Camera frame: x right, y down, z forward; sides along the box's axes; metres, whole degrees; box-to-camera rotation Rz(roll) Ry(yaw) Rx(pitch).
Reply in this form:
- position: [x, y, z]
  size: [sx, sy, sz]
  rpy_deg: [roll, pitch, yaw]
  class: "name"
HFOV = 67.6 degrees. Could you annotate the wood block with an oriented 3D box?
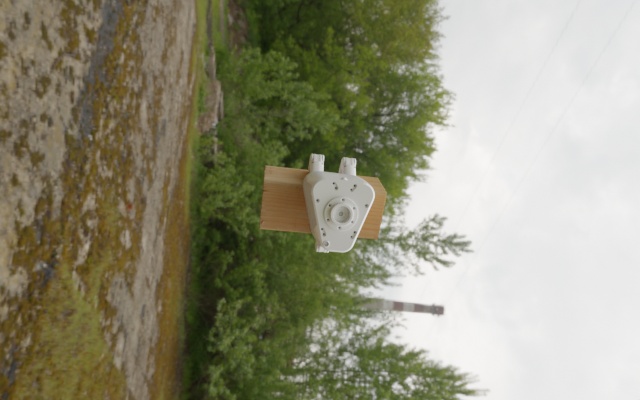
- position: [0.000, 0.003, 0.839]
  size: [0.206, 0.091, 0.090]
  rpy_deg: [6, 20, -7]
  class: "wood block"
